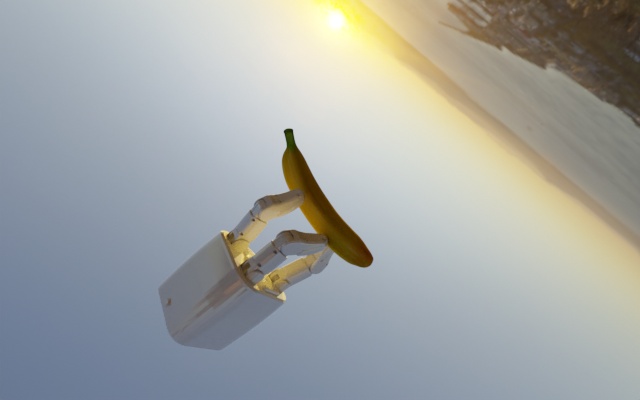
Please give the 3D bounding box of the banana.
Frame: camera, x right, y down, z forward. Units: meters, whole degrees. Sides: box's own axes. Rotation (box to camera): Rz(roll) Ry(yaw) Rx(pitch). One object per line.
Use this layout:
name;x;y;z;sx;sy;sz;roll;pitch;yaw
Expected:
banana;-0.001;0.007;0.569;0.037;0.197;0.070;-28;-23;-12
